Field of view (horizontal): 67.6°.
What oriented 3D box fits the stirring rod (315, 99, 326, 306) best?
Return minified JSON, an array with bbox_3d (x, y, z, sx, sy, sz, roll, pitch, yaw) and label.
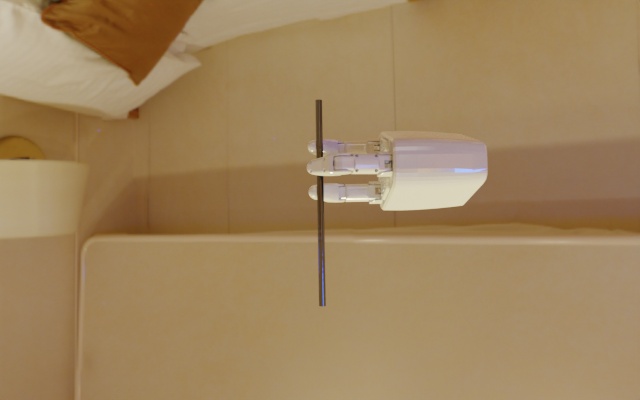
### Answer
[{"bbox_3d":[0.000,0.002,0.558,0.011,0.239,0.011,-1,-3,0],"label":"stirring rod"}]
